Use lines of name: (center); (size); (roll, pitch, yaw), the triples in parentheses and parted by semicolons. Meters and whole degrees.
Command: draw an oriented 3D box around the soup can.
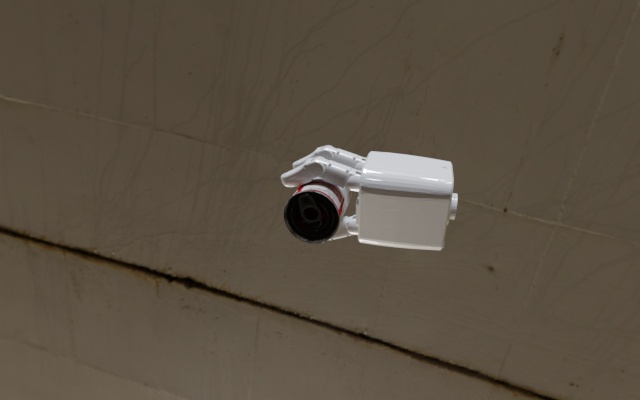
soup can: (0.000, 0.002, 0.607); (0.068, 0.068, 0.102); (0, 21, 14)
